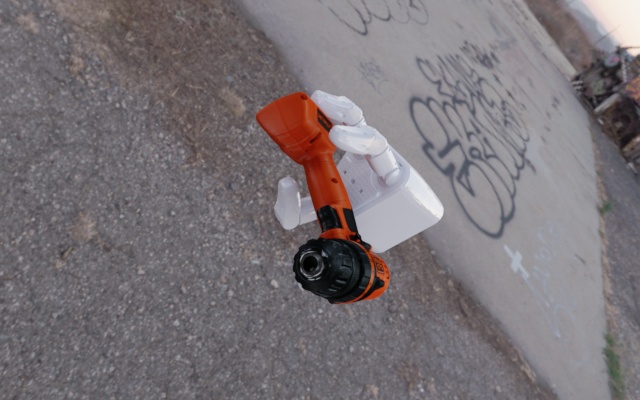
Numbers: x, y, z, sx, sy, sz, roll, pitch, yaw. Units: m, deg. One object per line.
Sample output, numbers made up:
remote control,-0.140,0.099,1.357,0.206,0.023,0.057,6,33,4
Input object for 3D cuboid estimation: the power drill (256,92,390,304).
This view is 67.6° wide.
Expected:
power drill,0.000,0.001,0.428,0.057,0.187,0.184,-22,-18,11
